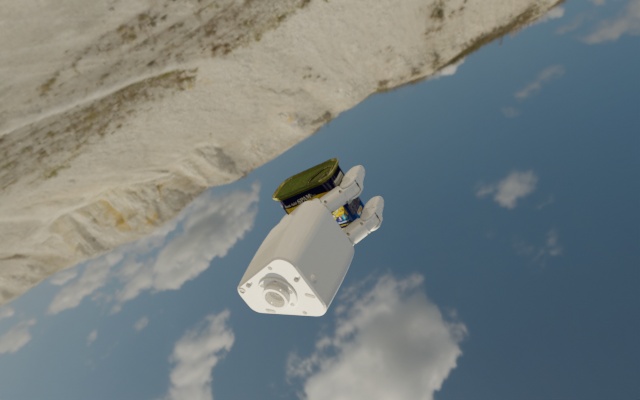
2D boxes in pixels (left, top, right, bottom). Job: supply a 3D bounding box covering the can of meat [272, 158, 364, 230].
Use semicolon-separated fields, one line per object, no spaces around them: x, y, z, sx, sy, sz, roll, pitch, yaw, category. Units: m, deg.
0.000;0.002;0.654;0.102;0.084;0.057;-22;24;31;can of meat
